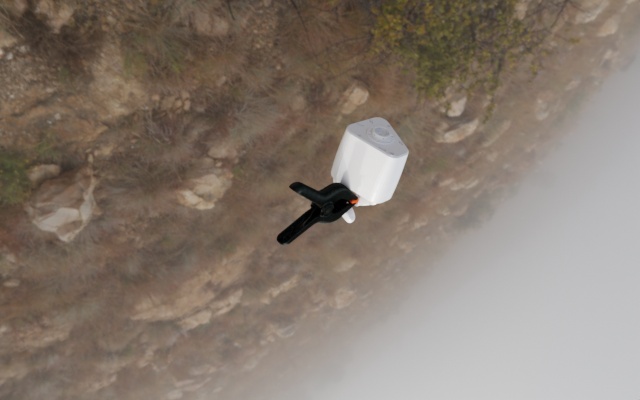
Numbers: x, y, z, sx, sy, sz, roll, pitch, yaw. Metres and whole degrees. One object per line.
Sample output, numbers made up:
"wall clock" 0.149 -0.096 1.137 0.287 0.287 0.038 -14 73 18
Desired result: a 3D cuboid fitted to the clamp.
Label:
"clamp" 0.001 0.003 0.820 0.171 0.120 0.039 -25 54 -36
